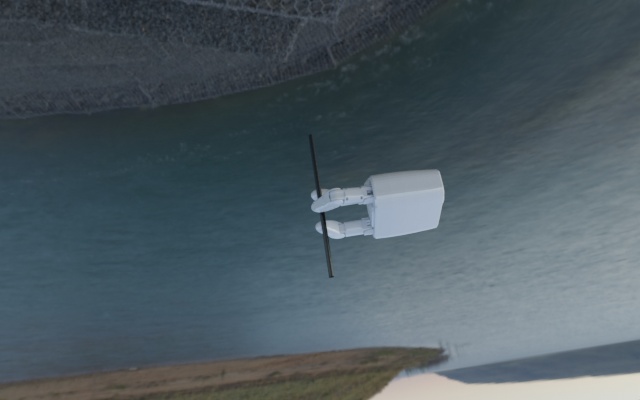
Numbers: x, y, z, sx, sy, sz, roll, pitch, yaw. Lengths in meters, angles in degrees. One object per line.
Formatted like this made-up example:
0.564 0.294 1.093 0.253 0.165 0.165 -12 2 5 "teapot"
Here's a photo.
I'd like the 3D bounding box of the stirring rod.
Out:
0.000 0.002 0.749 0.011 0.239 0.011 -7 -21 -3 "stirring rod"
